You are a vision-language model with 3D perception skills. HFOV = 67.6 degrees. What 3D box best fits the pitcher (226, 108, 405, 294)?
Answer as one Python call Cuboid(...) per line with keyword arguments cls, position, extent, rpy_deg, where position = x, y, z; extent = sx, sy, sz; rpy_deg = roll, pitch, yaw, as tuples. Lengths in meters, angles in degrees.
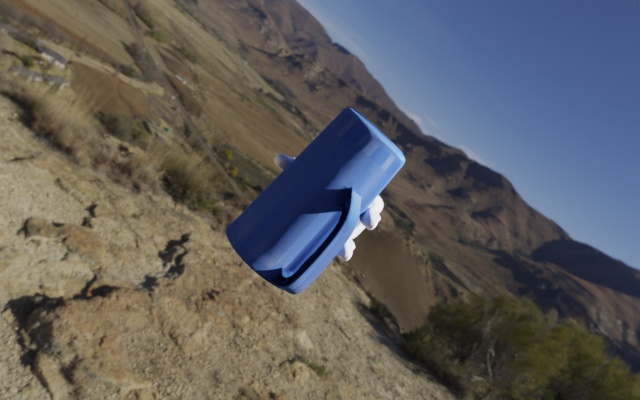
Cuboid(cls="pitcher", position=(0.000, 0.002, 0.641), extent=(0.149, 0.243, 0.145), rpy_deg=(45, 10, 14))
